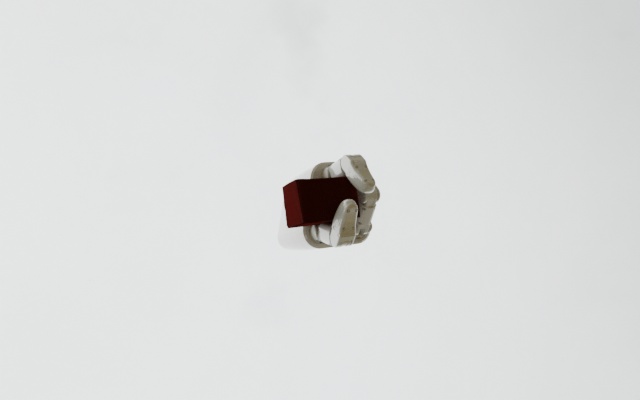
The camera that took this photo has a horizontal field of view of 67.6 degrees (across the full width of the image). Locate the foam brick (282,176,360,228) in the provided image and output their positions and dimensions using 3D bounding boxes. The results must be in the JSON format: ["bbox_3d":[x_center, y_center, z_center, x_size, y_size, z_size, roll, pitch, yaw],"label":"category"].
[{"bbox_3d":[0.000,0.002,0.570,0.078,0.053,0.051,-4,-6,-27],"label":"foam brick"}]
